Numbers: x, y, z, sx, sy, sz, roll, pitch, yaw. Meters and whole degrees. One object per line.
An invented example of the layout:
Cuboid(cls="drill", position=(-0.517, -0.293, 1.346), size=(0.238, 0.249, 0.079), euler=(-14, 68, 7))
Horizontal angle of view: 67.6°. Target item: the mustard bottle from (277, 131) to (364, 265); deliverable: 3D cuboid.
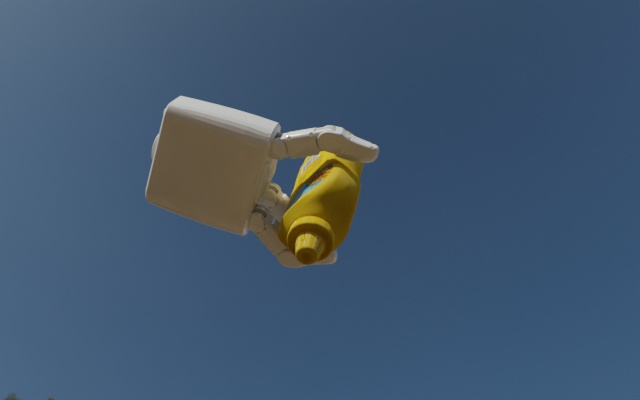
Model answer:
Cuboid(cls="mustard bottle", position=(0.000, 0.002, 0.473), size=(0.058, 0.096, 0.191), euler=(40, 26, -12))
